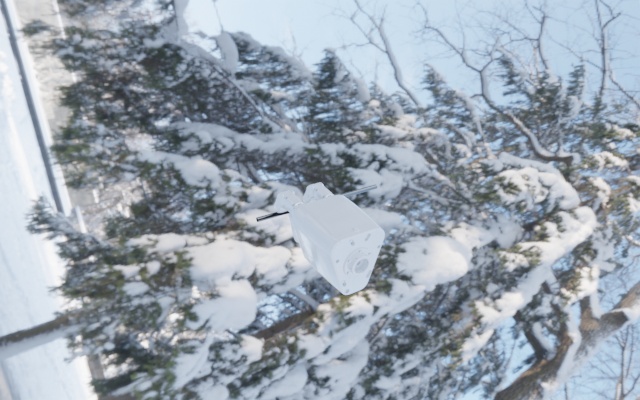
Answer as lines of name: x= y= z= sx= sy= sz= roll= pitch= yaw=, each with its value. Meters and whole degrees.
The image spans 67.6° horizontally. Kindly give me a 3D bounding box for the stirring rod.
stirring rod: x=0.000 y=0.003 z=0.828 sx=0.239 sy=0.011 sz=0.011 roll=-16 pitch=7 yaw=-28
